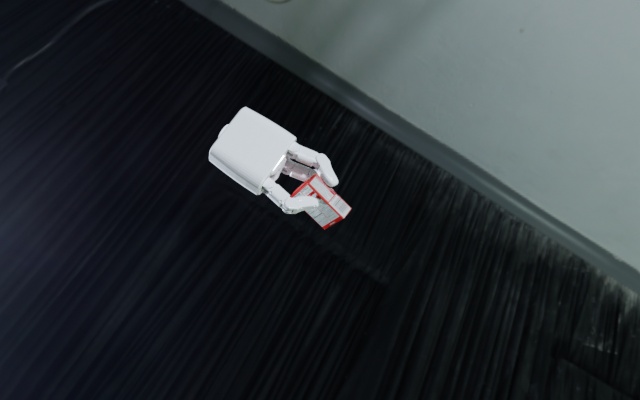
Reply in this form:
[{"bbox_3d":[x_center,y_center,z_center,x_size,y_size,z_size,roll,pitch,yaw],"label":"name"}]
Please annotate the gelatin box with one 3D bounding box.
[{"bbox_3d":[0.000,0.003,0.831,0.030,0.089,0.073,-49,7,-32],"label":"gelatin box"}]
